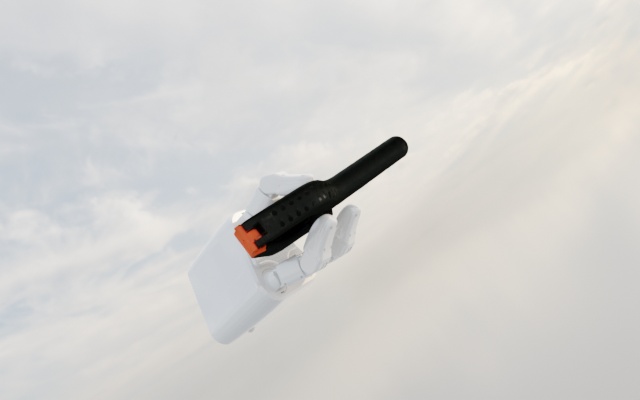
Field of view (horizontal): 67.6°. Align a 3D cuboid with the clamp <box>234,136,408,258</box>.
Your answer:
[{"bbox_3d":[-0.001,0.001,0.475,0.165,0.036,0.210,-46,-13,29],"label":"clamp"}]
